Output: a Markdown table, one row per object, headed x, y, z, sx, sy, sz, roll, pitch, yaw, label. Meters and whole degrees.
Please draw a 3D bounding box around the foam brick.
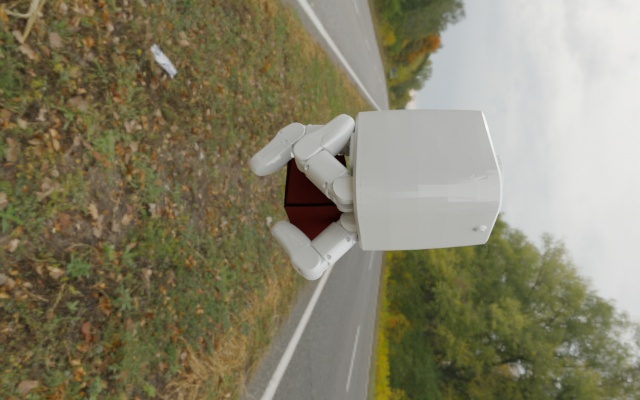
| x | y | z | sx | sy | sz | roll | pitch | yaw | label |
| --- | --- | --- | --- | --- | --- | --- | --- | --- | --- |
| 0.000 | 0.001 | 0.440 | 0.051 | 0.053 | 0.078 | -2 | -29 | 8 | foam brick |
